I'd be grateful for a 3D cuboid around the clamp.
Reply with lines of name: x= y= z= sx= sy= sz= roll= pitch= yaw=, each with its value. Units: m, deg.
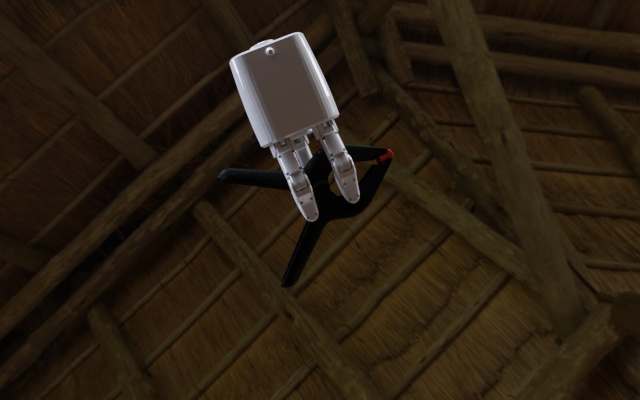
clamp: x=0.000 y=0.001 z=0.593 sx=0.210 sy=0.164 sz=0.036 roll=-24 pitch=10 yaw=-7
